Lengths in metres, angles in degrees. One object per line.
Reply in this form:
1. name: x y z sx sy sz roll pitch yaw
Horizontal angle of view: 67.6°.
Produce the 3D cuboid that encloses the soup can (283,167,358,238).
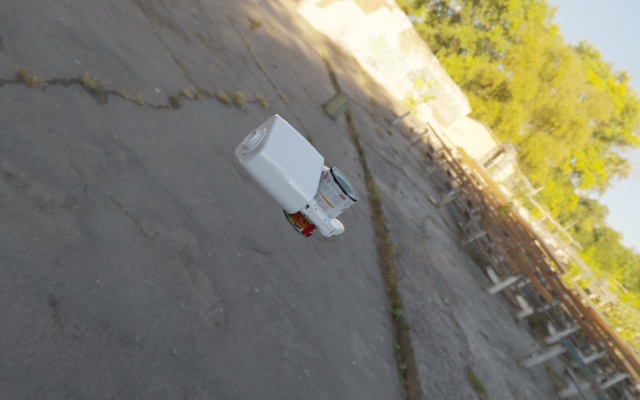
1. soup can: 0.001 0.003 0.753 0.102 0.068 0.068 -38 -13 17
